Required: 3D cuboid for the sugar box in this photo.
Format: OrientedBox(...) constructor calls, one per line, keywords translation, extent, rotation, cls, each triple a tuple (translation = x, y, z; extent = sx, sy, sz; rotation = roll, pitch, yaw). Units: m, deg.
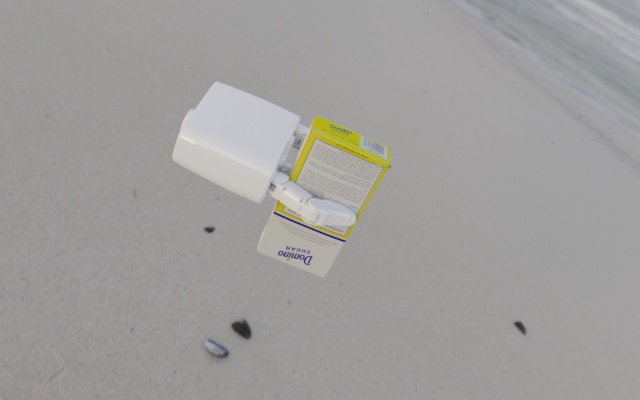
OrientedBox(translation=(0.000, 0.001, 0.547), extent=(0.093, 0.176, 0.048), rotation=(23, 34, -8), cls="sugar box")
